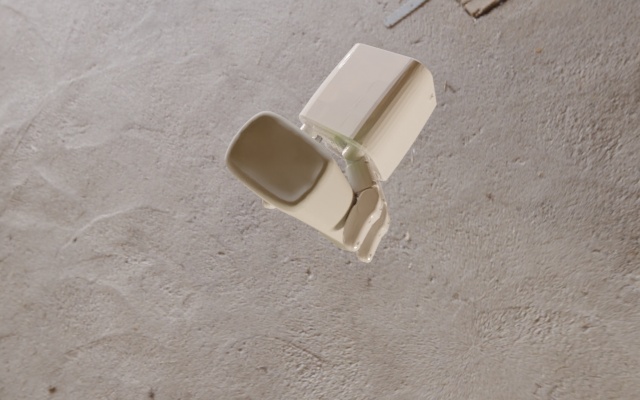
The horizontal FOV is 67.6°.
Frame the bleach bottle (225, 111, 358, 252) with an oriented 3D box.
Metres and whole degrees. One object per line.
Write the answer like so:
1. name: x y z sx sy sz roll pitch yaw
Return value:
1. bleach bottle: 0.000 0.002 0.512 0.102 0.068 0.251 37 -3 24
